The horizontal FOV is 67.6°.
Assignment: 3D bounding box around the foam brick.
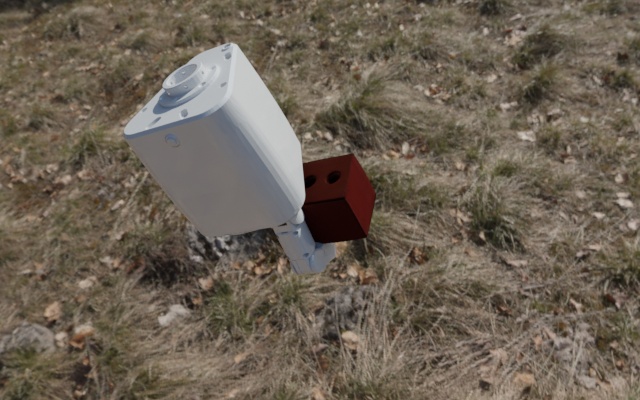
[{"bbox_3d":[0.000,0.001,0.407,0.078,0.053,0.051,-10,-48,25],"label":"foam brick"}]
